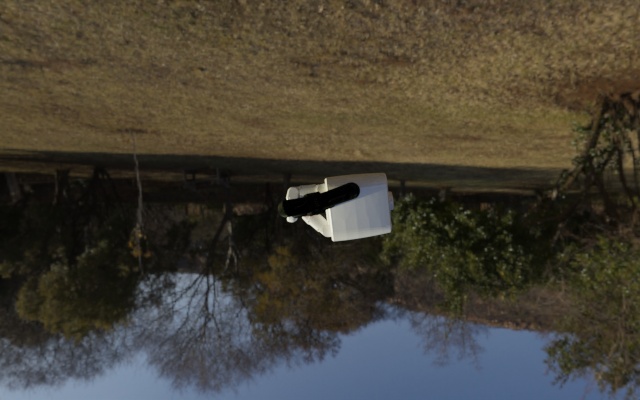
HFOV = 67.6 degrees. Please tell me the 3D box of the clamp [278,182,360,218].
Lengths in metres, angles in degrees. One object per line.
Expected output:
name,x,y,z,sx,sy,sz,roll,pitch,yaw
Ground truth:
clamp,0.000,0.003,0.748,0.120,0.039,0.171,-10,-1,1
